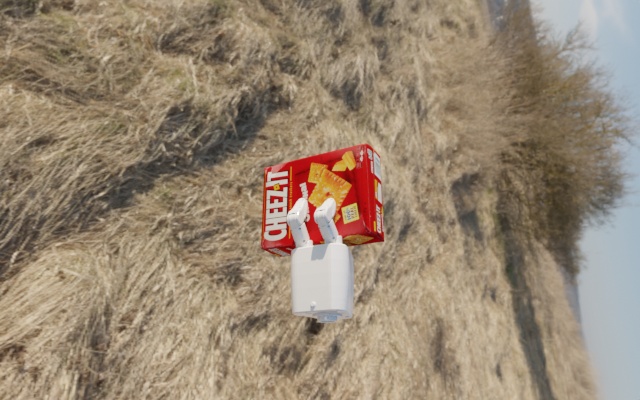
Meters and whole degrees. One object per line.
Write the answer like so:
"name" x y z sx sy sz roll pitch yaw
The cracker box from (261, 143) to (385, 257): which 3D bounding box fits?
"cracker box" 0.000 0.003 0.846 0.214 0.164 0.072 -11 -24 26
